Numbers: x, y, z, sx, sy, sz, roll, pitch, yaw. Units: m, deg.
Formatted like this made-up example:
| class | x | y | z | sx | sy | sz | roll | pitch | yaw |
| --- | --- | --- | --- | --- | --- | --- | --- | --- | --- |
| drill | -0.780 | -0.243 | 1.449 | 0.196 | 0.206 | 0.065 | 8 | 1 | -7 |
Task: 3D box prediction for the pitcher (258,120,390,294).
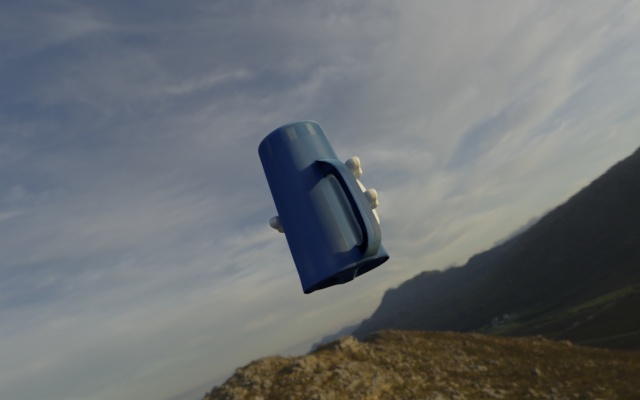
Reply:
| class | x | y | z | sx | sy | sz | roll | pitch | yaw |
| --- | --- | --- | --- | --- | --- | --- | --- | --- | --- |
| pitcher | 0.000 | 0.002 | 0.705 | 0.149 | 0.242 | 0.145 | -27 | -16 | 14 |
